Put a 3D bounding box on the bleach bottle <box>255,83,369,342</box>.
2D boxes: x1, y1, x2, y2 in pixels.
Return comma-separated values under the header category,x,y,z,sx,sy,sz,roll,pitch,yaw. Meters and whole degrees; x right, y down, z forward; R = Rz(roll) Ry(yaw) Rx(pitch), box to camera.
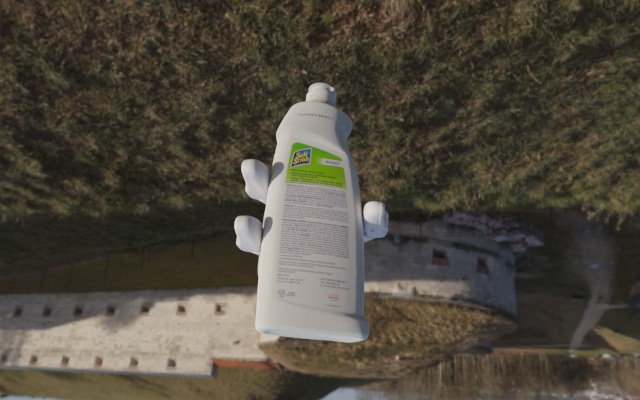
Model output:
category,x,y,z,sx,sy,sz,roll,pitch,yaw
bleach bottle,0.000,0.002,0.460,0.102,0.250,0.068,8,-21,-9
